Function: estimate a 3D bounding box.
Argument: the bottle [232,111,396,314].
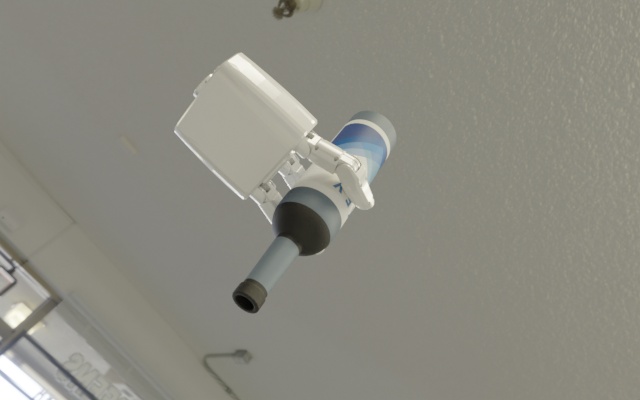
[{"bbox_3d":[0.000,0.002,0.510,0.069,0.069,0.295,0,36,34],"label":"bottle"}]
